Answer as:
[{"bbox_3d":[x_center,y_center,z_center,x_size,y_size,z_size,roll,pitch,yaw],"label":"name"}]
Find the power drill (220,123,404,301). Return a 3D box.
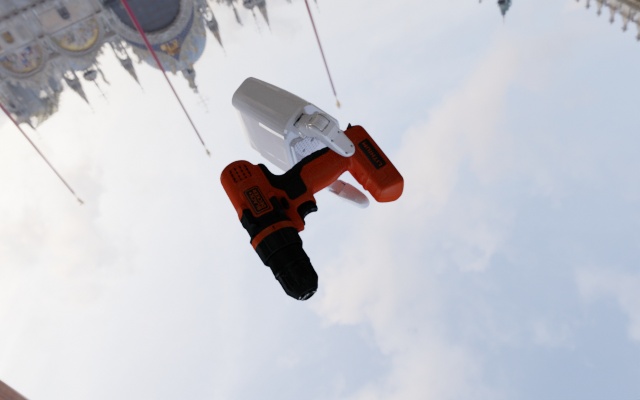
[{"bbox_3d":[0.000,0.001,0.551,0.187,0.184,0.057,-26,-23,-18],"label":"power drill"}]
